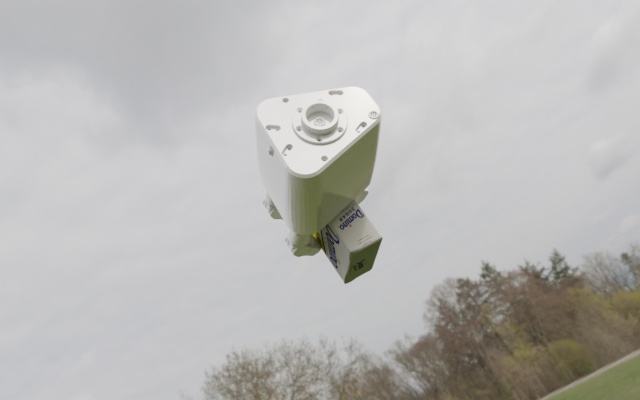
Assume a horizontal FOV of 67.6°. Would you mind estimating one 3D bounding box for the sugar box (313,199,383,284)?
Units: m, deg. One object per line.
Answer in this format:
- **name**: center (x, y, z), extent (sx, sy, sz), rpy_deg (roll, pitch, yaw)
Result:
- **sugar box**: center (0.000, 0.002, 0.548), extent (0.048, 0.176, 0.093), rpy_deg (-25, -25, -15)
